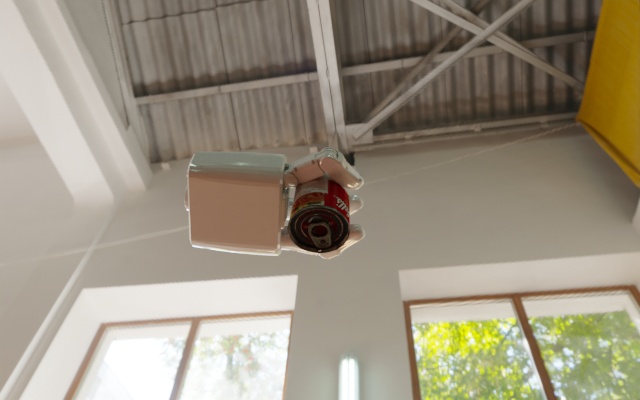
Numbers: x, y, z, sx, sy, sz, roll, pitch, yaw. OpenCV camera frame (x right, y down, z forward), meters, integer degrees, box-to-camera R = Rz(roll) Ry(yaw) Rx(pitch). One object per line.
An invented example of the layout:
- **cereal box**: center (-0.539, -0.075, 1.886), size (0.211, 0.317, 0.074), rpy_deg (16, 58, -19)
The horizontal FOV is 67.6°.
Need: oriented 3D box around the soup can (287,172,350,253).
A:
- **soup can**: center (0.001, 0.002, 0.553), size (0.068, 0.069, 0.102), rpy_deg (0, 38, 3)
